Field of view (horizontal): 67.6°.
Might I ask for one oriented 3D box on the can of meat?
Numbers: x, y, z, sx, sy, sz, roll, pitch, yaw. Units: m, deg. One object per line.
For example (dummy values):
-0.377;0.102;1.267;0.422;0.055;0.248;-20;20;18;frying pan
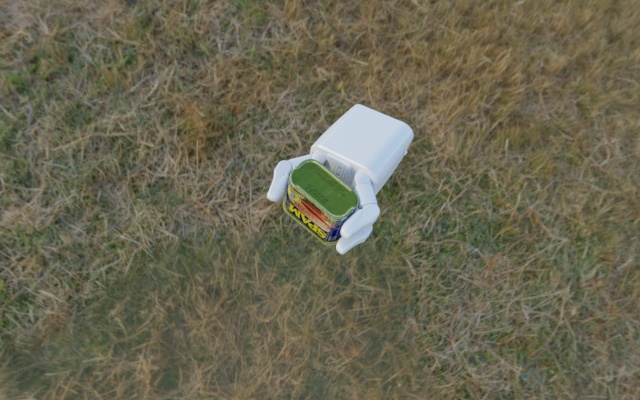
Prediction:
0.000;0.002;0.655;0.102;0.057;0.084;40;-25;12;can of meat
